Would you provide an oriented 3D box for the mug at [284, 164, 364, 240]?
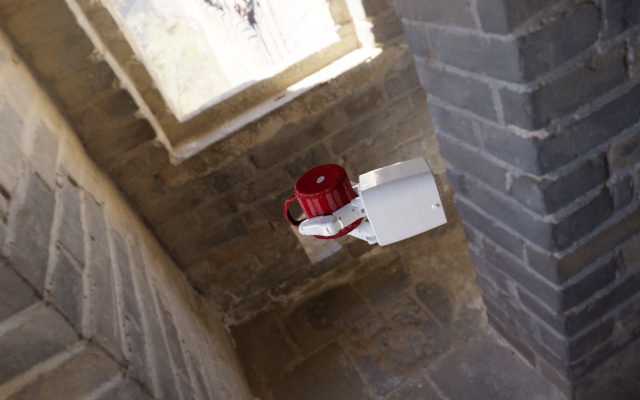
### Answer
[{"bbox_3d":[-0.001,0.003,0.723,0.117,0.081,0.093,-19,33,9],"label":"mug"}]
